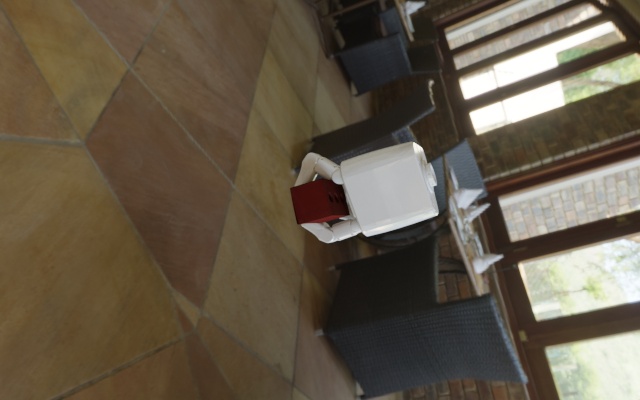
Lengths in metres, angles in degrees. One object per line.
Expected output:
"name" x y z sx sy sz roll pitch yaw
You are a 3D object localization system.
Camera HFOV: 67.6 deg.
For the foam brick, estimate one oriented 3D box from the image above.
"foam brick" 0.000 0.002 0.667 0.051 0.053 0.078 -15 -6 21
